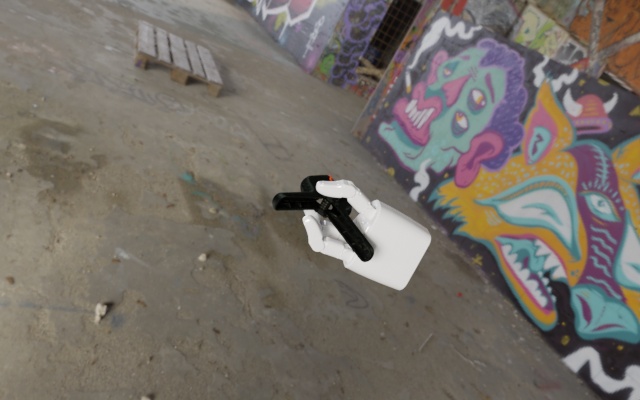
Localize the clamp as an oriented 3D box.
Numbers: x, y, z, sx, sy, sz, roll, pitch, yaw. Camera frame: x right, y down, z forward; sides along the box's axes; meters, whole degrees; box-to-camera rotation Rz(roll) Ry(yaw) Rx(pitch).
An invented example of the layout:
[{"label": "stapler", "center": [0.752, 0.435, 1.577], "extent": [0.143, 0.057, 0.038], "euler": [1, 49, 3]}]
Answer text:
[{"label": "clamp", "center": [0.001, 0.002, 0.747], "extent": [0.164, 0.036, 0.210], "euler": [30, 20, -17]}]
